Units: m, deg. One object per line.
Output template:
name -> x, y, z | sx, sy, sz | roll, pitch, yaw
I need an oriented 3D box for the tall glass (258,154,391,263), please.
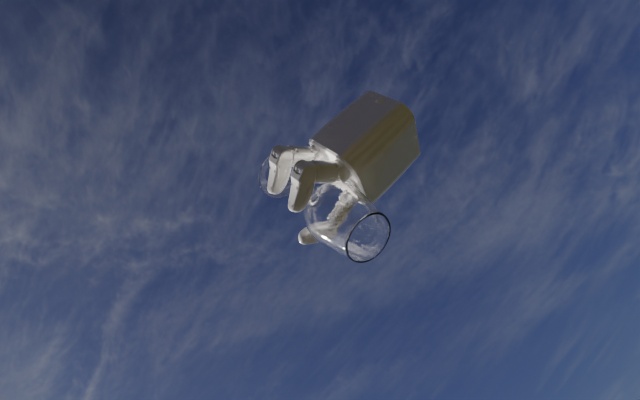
tall glass -> 0.000, 0.002, 0.595 | 0.079, 0.079, 0.201 | 0, 24, -36
